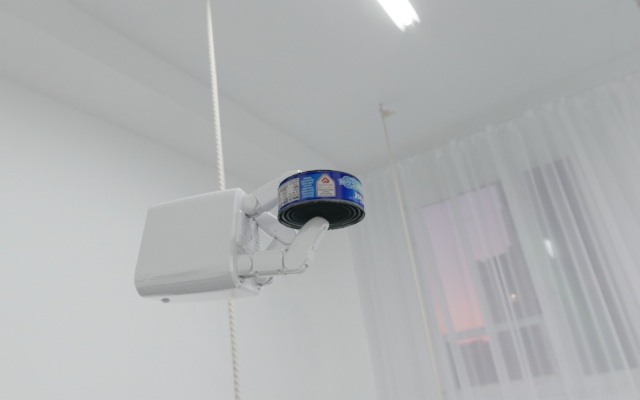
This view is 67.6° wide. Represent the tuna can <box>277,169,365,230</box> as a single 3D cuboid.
[{"bbox_3d":[0.000,0.001,0.471,0.086,0.033,0.086,-2,-21,-1],"label":"tuna can"}]
